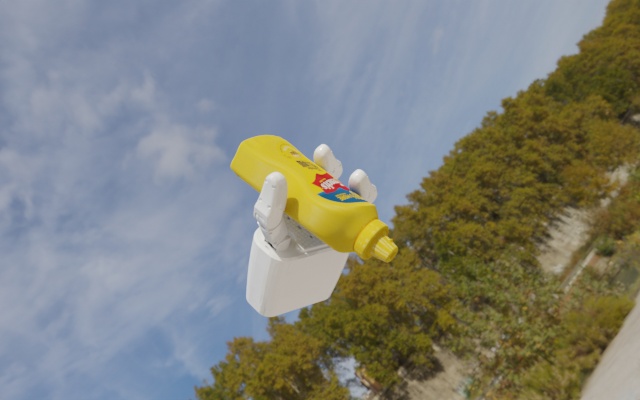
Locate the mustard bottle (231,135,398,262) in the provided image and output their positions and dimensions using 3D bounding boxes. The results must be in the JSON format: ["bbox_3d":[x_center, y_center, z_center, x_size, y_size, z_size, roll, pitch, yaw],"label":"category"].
[{"bbox_3d":[0.000,0.001,0.499,0.191,0.058,0.096,37,17,26],"label":"mustard bottle"}]
